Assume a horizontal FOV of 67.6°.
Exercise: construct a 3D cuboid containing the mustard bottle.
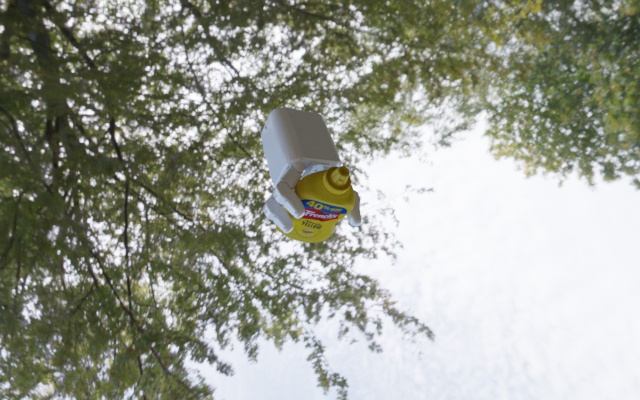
[{"bbox_3d":[0.000,0.003,0.748,0.096,0.058,0.192,15,-33,-15],"label":"mustard bottle"}]
